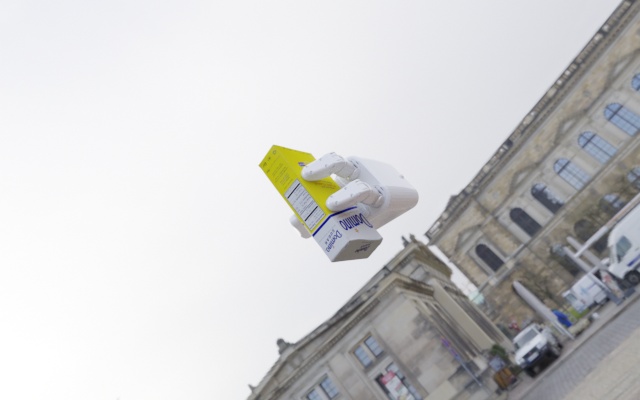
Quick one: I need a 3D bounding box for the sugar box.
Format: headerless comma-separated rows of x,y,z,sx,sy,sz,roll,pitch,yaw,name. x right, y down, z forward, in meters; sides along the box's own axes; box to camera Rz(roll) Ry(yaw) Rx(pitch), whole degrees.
0.000,0.002,0.638,0.176,0.048,0.093,48,23,26,sugar box
